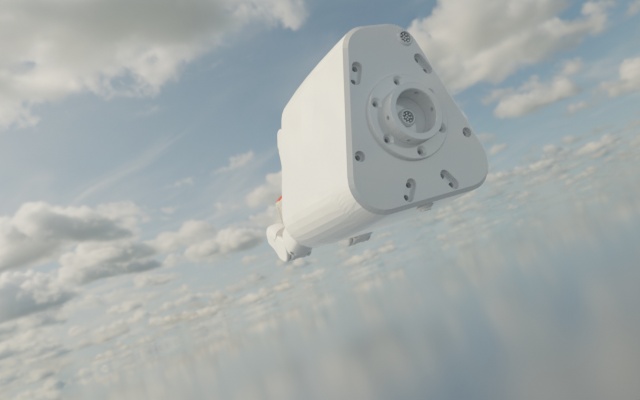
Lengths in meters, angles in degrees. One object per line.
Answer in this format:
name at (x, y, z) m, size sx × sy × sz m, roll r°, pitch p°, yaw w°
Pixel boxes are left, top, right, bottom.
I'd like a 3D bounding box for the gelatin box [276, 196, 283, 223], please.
gelatin box at (0.000, 0.001, 0.440) m, size 0.073 × 0.030 × 0.089 m, roll -17°, pitch -2°, yaw -11°
